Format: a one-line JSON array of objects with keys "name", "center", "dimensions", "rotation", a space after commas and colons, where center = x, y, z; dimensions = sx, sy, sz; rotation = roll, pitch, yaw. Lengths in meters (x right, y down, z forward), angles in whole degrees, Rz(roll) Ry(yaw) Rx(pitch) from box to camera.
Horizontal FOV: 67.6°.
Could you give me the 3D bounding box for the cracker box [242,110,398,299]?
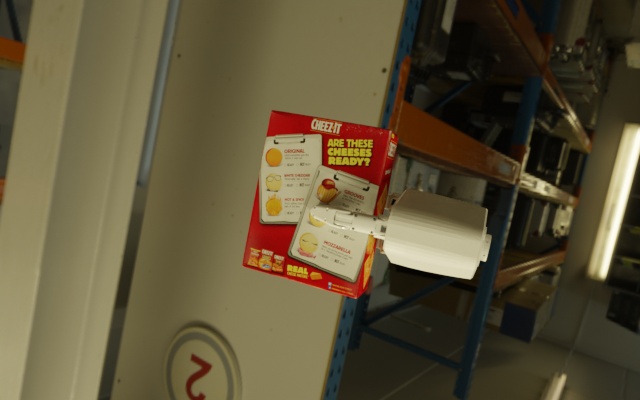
[{"name": "cracker box", "center": [0.000, 0.002, 0.634], "dimensions": [0.164, 0.214, 0.072], "rotation": [13, 4, 17]}]
